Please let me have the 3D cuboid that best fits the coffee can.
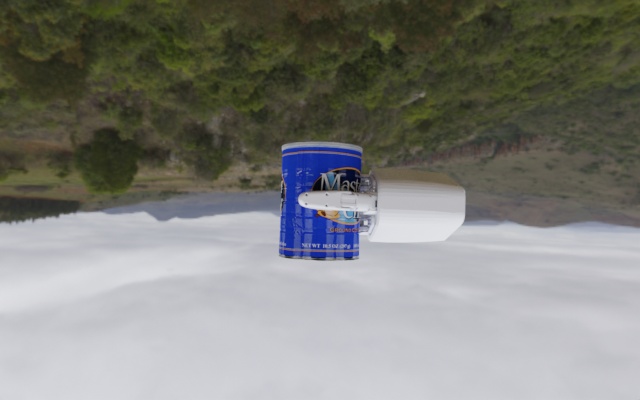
[{"bbox_3d":[0.000,0.002,0.605,0.103,0.140,0.103,2,-2,0],"label":"coffee can"}]
